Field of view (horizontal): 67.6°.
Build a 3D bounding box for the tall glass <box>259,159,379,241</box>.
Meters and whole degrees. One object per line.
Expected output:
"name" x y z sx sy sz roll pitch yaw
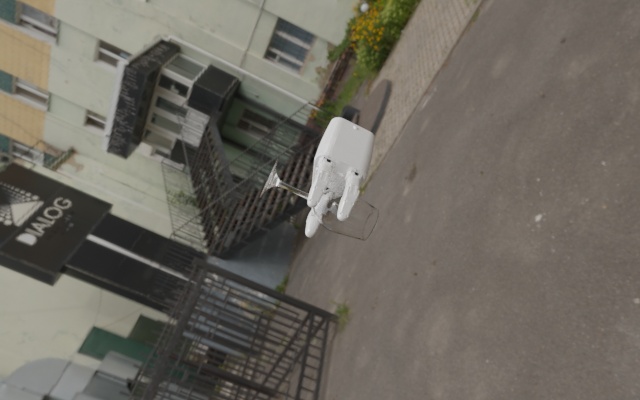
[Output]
"tall glass" -0.001 0.003 0.834 0.201 0.079 0.079 25 -4 -8
